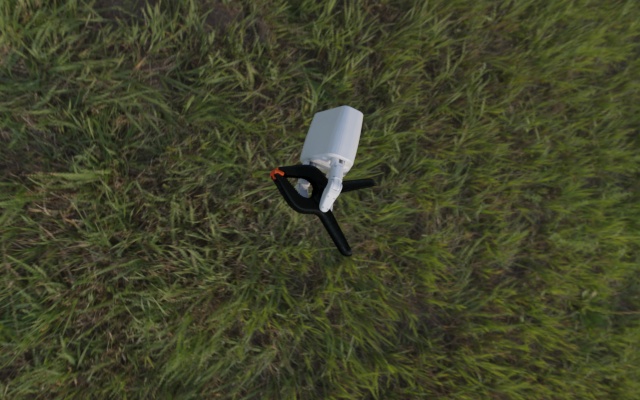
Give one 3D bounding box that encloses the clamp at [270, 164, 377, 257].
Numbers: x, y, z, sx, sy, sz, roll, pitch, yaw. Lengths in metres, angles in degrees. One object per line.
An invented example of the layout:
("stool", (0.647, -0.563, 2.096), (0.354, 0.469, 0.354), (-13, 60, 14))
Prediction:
("clamp", (0.000, 0.002, 0.890), (0.210, 0.164, 0.036), (21, -20, -21))
